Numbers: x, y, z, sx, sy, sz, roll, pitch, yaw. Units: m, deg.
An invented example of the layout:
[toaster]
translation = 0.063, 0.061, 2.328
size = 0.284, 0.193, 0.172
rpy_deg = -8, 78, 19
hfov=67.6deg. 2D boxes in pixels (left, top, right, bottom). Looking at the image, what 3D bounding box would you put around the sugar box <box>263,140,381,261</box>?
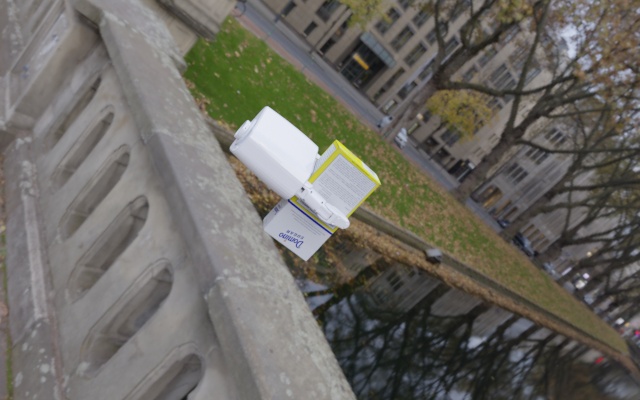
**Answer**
[sugar box]
translation = 0.000, 0.002, 0.747
size = 0.093, 0.176, 0.048
rpy_deg = 39, 16, -20
